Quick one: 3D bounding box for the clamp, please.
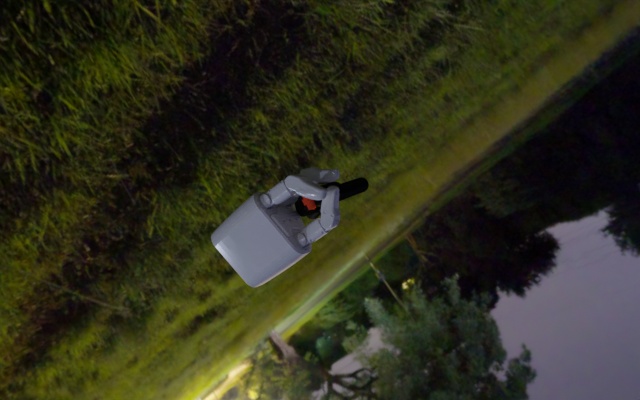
[{"bbox_3d":[0.000,0.003,0.751,0.120,0.039,0.171,-37,-13,23],"label":"clamp"}]
